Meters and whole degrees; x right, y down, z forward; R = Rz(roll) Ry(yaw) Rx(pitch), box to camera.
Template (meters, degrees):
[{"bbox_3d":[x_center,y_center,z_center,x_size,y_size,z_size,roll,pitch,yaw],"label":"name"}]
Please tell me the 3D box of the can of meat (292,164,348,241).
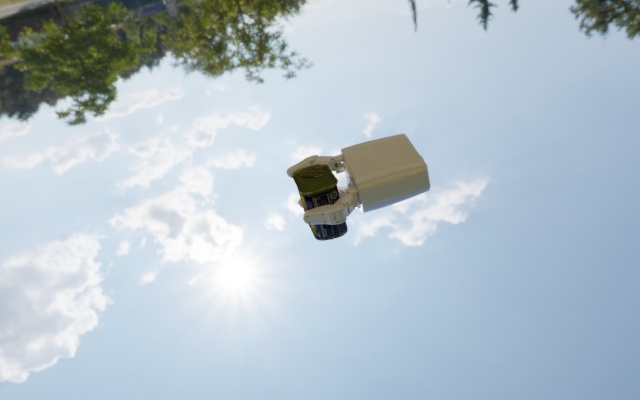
[{"bbox_3d":[0.000,0.003,0.717,0.057,0.084,0.102,-18,24,-6],"label":"can of meat"}]
